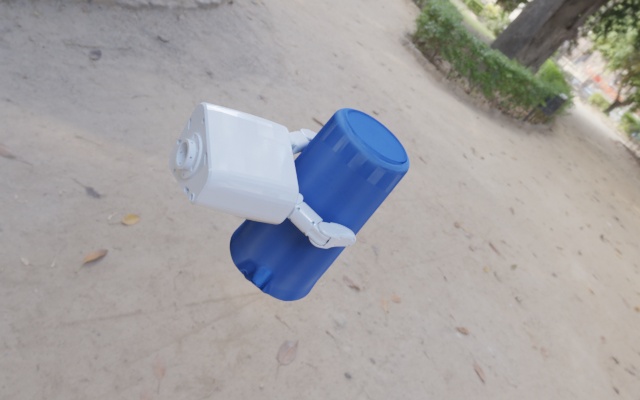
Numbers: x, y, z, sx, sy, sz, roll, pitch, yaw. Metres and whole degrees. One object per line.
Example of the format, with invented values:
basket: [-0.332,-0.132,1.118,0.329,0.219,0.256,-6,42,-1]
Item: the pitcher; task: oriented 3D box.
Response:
pitcher: [0.000,0.002,0.612,0.145,0.149,0.243,14,-51,-38]
